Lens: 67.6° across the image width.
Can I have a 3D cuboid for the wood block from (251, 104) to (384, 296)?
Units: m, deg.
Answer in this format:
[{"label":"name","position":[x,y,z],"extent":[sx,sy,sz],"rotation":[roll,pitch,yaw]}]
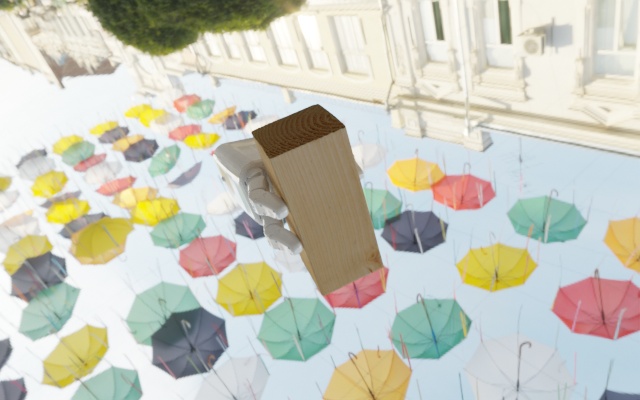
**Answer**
[{"label":"wood block","position":[0.000,0.002,0.585],"extent":[0.091,0.206,0.090],"rotation":[-25,34,-9]}]
